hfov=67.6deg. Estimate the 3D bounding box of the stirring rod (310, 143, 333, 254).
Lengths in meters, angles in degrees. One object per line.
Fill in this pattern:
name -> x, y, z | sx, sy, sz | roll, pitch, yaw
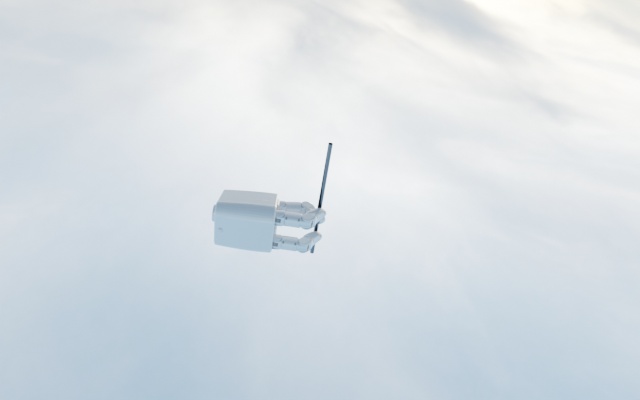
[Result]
stirring rod -> 0.000, 0.003, 0.872 | 0.011, 0.240, 0.011 | 7, 34, -5
